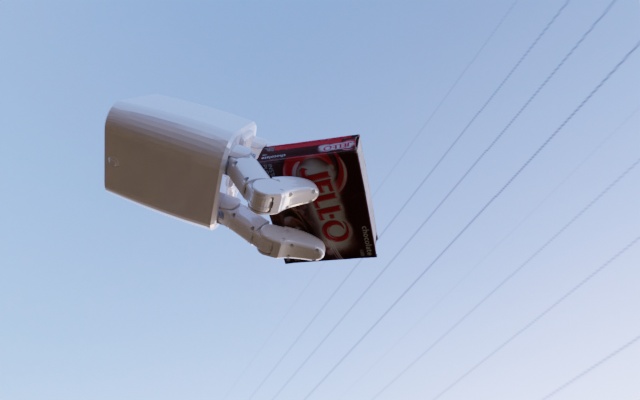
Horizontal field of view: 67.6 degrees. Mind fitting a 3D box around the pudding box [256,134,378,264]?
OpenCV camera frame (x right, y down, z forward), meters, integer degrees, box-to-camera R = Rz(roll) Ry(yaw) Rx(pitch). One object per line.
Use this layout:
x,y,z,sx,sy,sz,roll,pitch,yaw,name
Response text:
0.000,0.001,0.430,0.090,0.114,0.039,-6,33,15,pudding box
